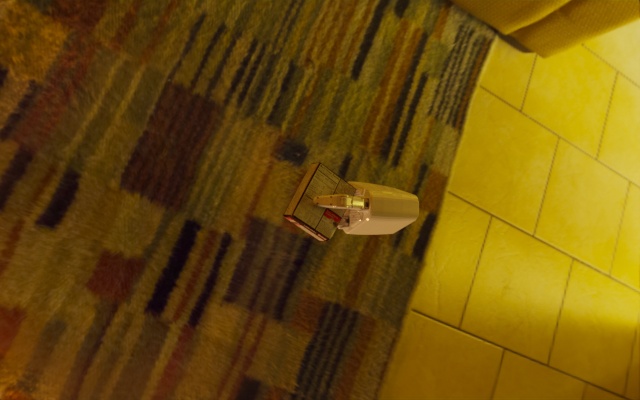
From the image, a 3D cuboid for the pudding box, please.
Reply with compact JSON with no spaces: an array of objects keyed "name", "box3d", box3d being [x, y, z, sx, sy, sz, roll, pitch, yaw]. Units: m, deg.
[{"name":"pudding box","box3d":[0.000,0.003,0.837,0.090,0.113,0.039,35,-20,-22]}]
